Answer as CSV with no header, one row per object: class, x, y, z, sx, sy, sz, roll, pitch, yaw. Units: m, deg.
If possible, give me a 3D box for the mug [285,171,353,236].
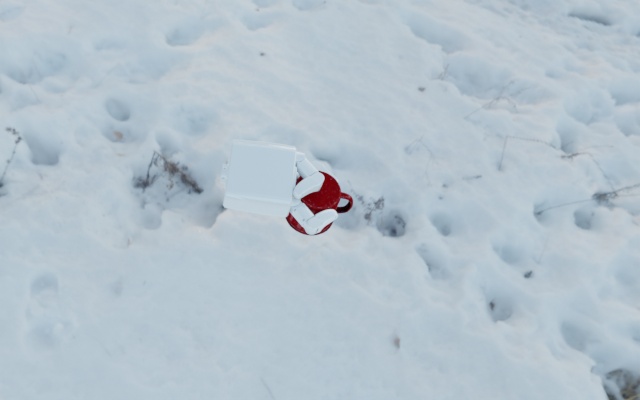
mug,0.002,0.003,0.833,0.117,0.093,0.081,6,-33,-11
